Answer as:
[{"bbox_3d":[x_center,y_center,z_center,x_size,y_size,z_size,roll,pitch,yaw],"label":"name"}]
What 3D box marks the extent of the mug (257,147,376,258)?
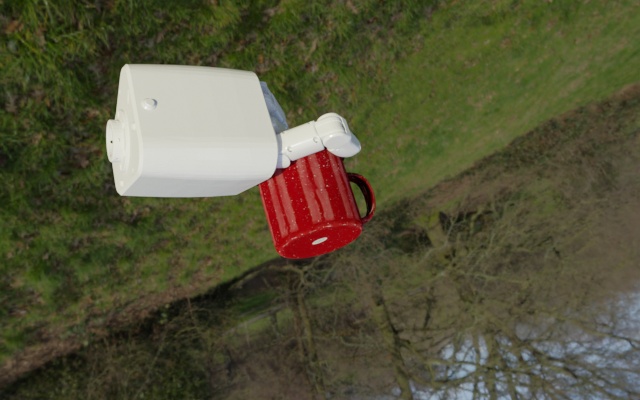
[{"bbox_3d":[0.001,0.002,0.444,0.117,0.081,0.093,-3,-25,-31],"label":"mug"}]
